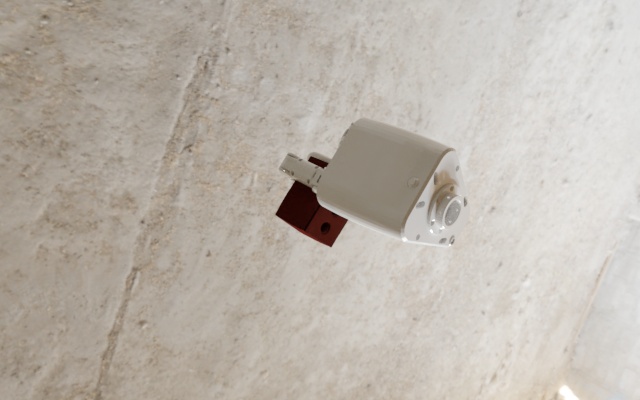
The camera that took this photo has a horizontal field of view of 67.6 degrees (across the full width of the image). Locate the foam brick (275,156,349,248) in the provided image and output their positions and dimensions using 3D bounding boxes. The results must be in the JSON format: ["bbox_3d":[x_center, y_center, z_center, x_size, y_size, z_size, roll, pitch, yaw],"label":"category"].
[{"bbox_3d":[0.000,0.002,0.515,0.051,0.078,0.053,26,-7,41],"label":"foam brick"}]
